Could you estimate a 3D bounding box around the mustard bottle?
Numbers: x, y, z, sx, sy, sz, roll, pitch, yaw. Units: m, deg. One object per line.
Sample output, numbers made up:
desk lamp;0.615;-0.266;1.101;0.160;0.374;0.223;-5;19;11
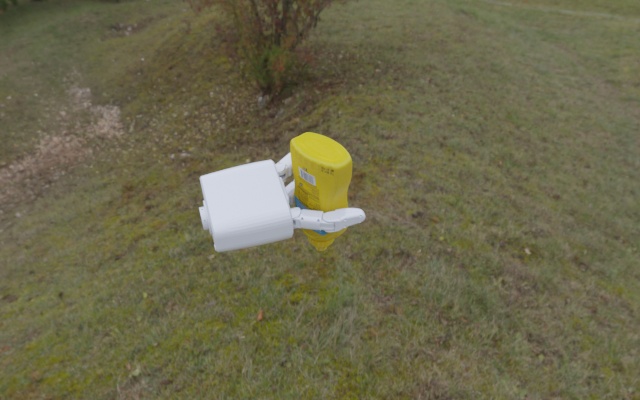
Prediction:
mustard bottle;0.000;0.002;0.697;0.058;0.192;0.096;-32;49;-32
